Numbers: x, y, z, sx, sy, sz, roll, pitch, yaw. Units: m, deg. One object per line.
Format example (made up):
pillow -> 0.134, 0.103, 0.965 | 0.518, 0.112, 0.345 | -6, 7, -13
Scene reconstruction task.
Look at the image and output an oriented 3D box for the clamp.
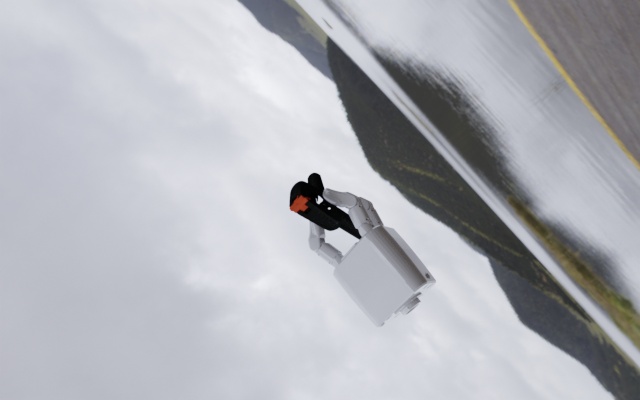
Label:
clamp -> -0.001, 0.003, 0.759 | 0.164, 0.036, 0.210 | 48, 14, 23
